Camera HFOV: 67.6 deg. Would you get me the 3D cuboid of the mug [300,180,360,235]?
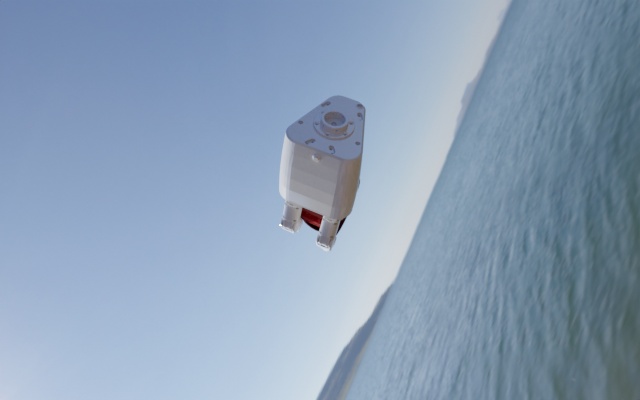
[{"bbox_3d":[0.000,0.003,0.699,0.081,0.093,0.117,24,-39,10],"label":"mug"}]
